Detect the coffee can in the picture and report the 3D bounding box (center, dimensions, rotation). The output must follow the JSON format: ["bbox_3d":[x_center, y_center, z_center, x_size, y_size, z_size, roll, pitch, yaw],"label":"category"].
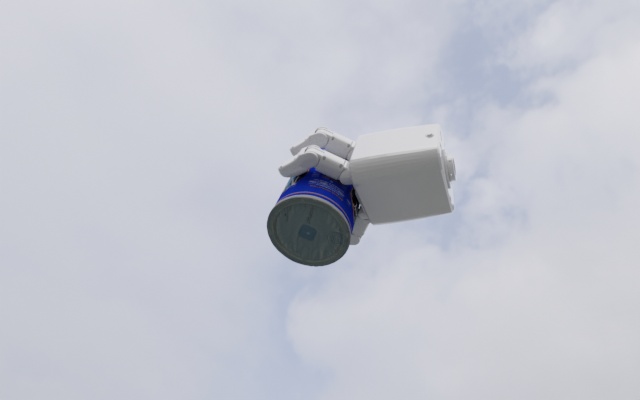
[{"bbox_3d":[0.000,0.002,0.621,0.103,0.103,0.140,0,33,15],"label":"coffee can"}]
